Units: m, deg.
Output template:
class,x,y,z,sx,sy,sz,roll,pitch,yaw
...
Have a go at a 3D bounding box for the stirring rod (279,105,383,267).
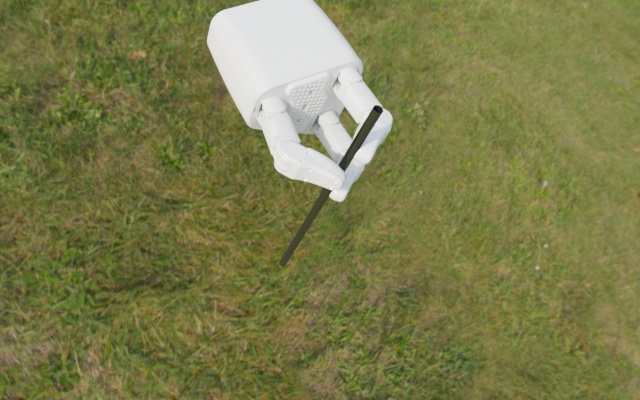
class,x,y,z,sx,sy,sz,roll,pitch,yaw
stirring rod,0.000,0.001,0.437,0.011,0.011,0.240,0,-34,-25
